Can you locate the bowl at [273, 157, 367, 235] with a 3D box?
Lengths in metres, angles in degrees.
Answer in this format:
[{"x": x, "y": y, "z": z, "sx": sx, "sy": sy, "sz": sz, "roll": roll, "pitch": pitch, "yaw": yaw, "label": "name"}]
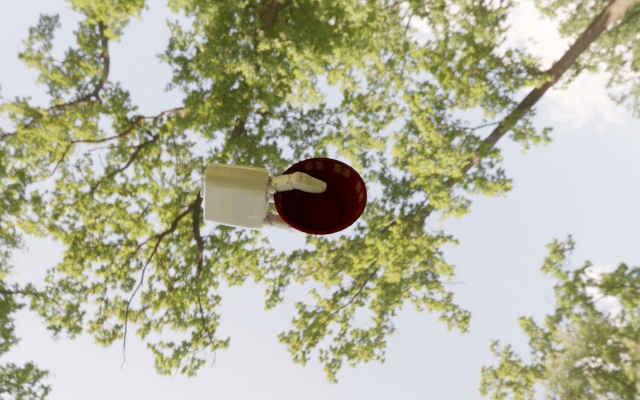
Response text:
[{"x": 0.001, "y": 0.003, "z": 0.839, "sx": 0.162, "sy": 0.162, "sz": 0.055, "roll": 0, "pitch": -34, "yaw": 1, "label": "bowl"}]
